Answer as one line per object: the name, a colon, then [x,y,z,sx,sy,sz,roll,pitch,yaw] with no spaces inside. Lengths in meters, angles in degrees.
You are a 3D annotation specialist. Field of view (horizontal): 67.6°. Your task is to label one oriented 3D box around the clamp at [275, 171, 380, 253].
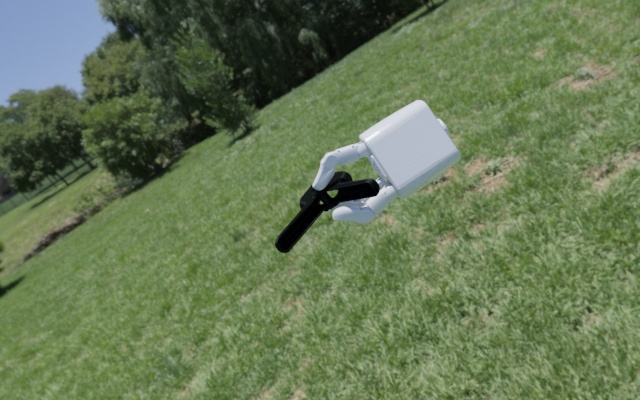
clamp: [0.000,0.001,0.728,0.164,0.036,0.210,-34,14,3]
